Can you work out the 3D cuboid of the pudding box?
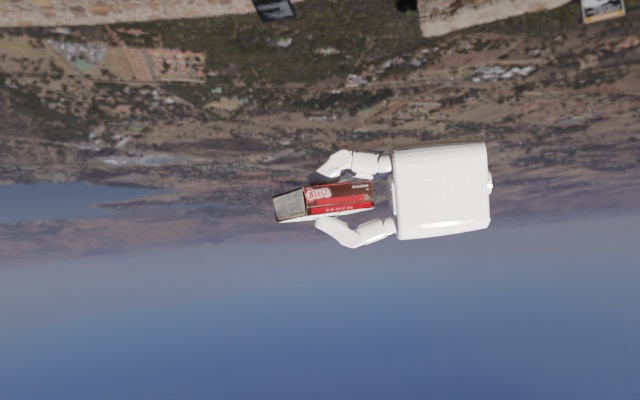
[{"bbox_3d":[0.000,0.002,0.589,0.090,0.039,0.113,-5,-6,-25],"label":"pudding box"}]
